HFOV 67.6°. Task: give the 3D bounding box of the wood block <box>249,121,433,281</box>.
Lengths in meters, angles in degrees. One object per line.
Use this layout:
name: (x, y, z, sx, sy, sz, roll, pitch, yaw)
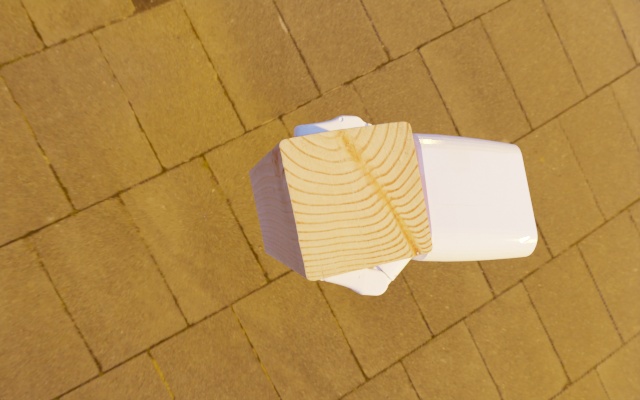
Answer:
wood block: (0.000, 0.001, 0.401, 0.090, 0.091, 0.206, -11, 1, -14)
